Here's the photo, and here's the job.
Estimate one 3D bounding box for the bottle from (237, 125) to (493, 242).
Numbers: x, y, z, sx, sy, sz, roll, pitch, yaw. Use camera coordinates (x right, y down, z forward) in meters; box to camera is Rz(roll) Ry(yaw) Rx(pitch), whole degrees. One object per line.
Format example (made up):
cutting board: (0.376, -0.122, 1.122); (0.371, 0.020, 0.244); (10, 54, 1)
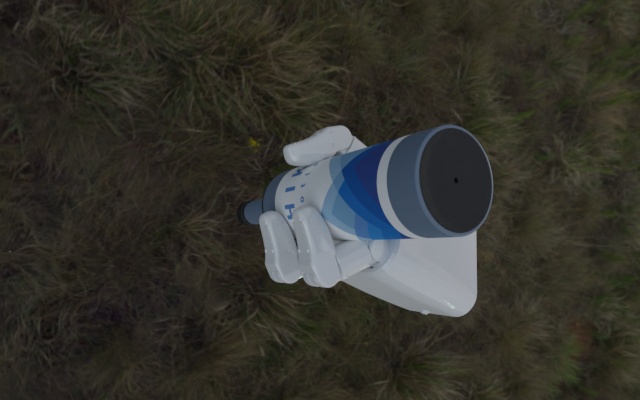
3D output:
bottle: (0.000, 0.001, 0.401); (0.069, 0.069, 0.296); (0, -5, -33)
